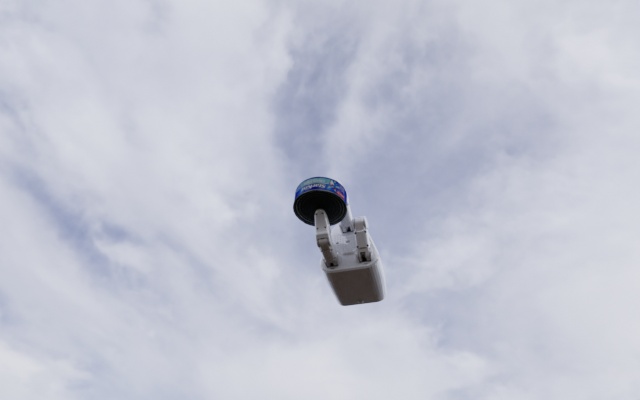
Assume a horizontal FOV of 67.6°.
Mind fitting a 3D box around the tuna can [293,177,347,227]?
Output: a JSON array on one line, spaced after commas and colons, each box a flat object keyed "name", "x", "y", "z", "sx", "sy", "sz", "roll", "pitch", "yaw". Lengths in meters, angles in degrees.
[{"name": "tuna can", "x": 0.000, "y": 0.002, "z": 0.762, "sx": 0.086, "sy": 0.033, "sz": 0.086, "roll": 3, "pitch": -43, "yaw": 3}]
